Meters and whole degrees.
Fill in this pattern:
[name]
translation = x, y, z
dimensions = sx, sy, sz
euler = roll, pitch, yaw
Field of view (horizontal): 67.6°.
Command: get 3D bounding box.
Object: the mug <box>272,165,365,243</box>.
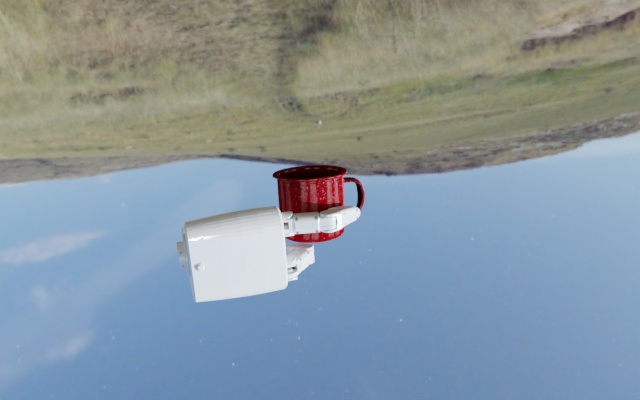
[mug]
translation = 0.001, 0.002, 0.605
dimensions = 0.117, 0.081, 0.093
euler = -8, 15, -17
